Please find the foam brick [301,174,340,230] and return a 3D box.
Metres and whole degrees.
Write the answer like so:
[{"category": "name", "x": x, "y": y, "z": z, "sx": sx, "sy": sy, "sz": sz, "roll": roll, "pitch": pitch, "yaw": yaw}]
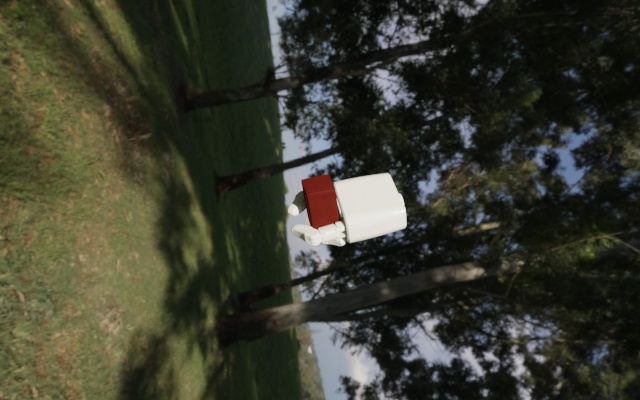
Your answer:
[{"category": "foam brick", "x": 0.000, "y": 0.003, "z": 0.820, "sx": 0.051, "sy": 0.078, "sz": 0.053, "roll": -12, "pitch": 33, "yaw": -4}]
